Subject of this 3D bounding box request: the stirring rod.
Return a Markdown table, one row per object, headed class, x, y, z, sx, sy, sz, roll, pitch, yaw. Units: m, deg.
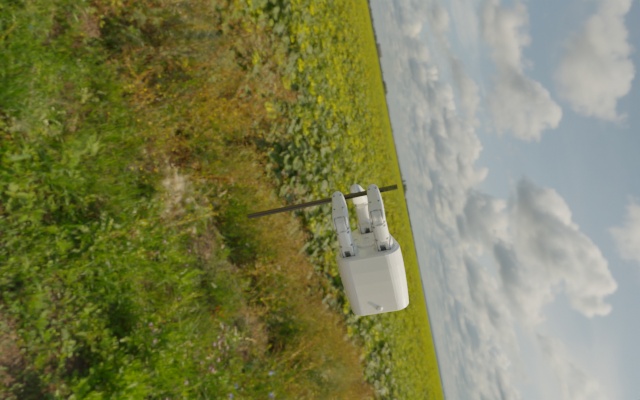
| class | x | y | z | sx | sy | sz | roll | pitch | yaw |
| --- | --- | --- | --- | --- | --- | --- | --- | --- | --- |
| stirring rod | 0.000 | 0.003 | 0.743 | 0.239 | 0.011 | 0.011 | -11 | -2 | 10 |
